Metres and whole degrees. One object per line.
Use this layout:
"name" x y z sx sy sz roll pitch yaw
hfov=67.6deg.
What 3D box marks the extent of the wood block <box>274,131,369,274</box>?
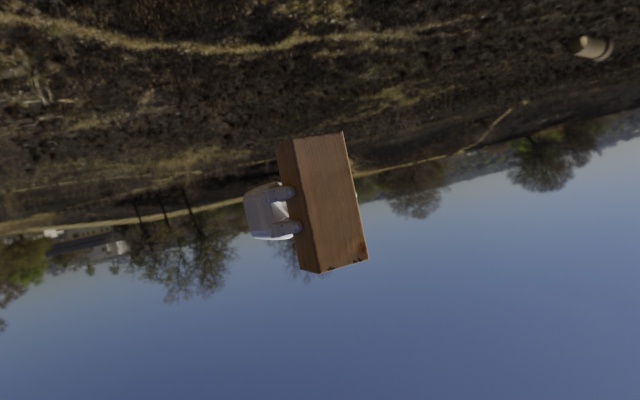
"wood block" 0.000 0.003 0.765 0.091 0.206 0.090 -13 2 -23
